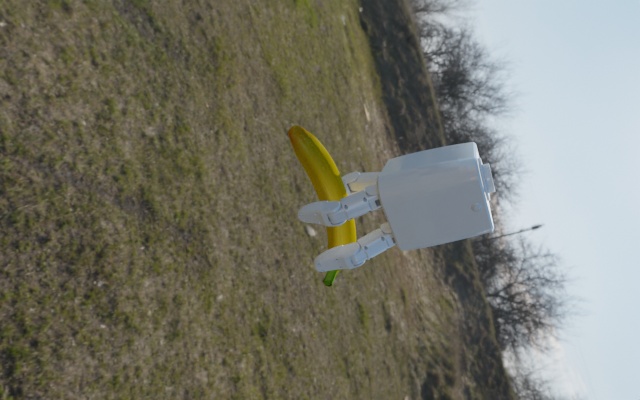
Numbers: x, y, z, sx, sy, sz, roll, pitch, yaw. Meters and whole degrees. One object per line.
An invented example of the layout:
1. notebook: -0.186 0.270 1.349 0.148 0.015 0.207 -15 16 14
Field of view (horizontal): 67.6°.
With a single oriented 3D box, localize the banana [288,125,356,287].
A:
1. banana: 0.009 0.001 0.587 0.037 0.198 0.069 -10 9 29
